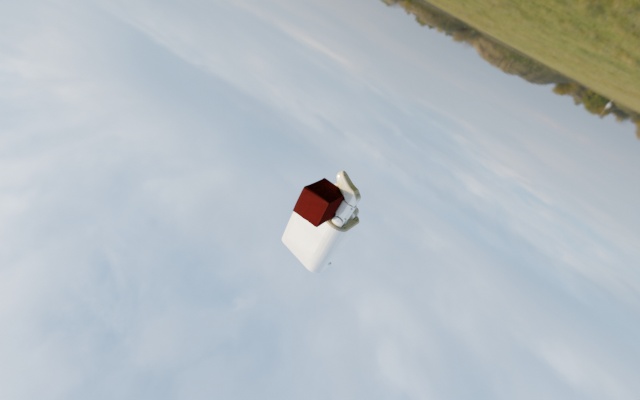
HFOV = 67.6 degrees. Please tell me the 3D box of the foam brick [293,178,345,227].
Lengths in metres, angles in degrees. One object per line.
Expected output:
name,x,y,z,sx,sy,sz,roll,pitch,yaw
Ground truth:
foam brick,0.000,0.003,0.805,0.053,0.051,0.078,35,26,15
